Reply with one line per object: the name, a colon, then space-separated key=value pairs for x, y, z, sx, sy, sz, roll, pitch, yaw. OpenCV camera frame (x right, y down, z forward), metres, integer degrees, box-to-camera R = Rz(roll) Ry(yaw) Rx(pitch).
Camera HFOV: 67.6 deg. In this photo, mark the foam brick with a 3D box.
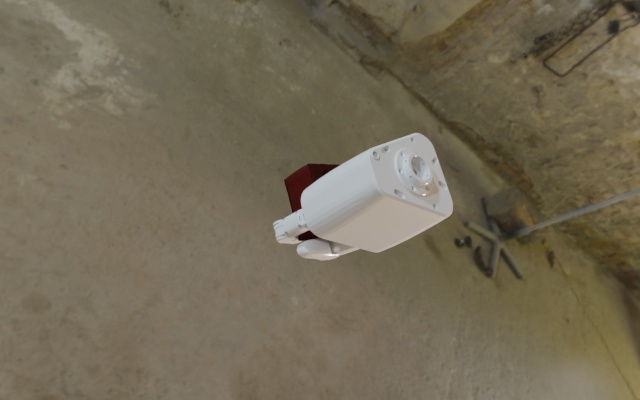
foam brick: x=0.000 y=0.002 z=0.550 sx=0.053 sy=0.078 sz=0.051 roll=-2 pitch=-21 yaw=-38
